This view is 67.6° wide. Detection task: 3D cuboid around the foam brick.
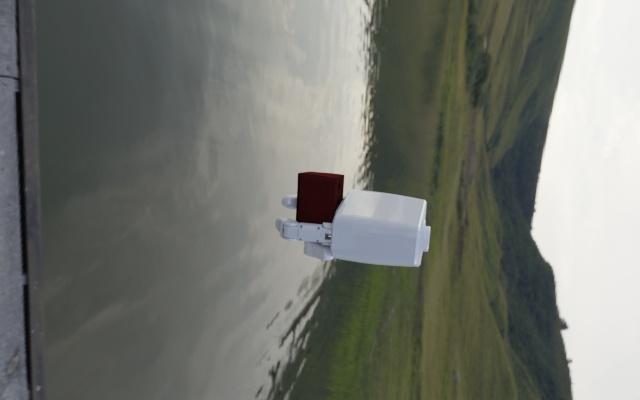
[{"bbox_3d":[0.000,0.002,0.635,0.051,0.078,0.053,6,10,16],"label":"foam brick"}]
